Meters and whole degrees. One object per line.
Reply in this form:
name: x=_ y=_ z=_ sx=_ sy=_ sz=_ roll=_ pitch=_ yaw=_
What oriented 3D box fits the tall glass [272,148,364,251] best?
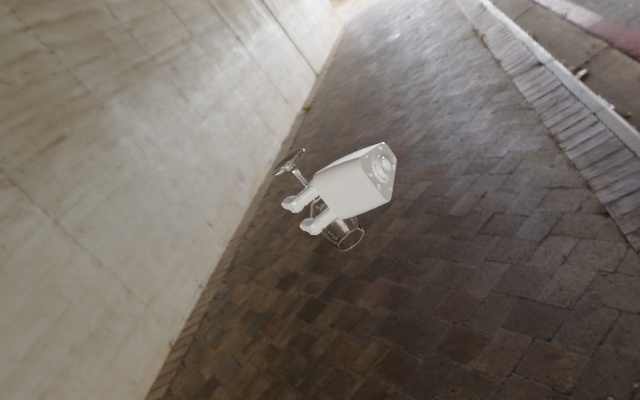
tall glass: x=0.000 y=0.002 z=0.891 sx=0.079 sy=0.201 sz=0.079 roll=-34 pitch=20 yaw=14
